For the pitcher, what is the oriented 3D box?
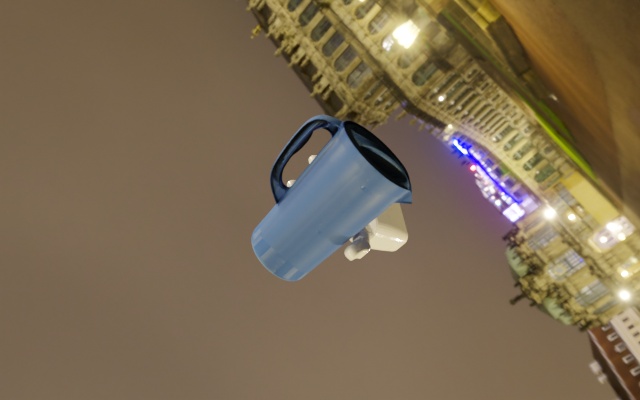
[{"bbox_3d":[0.000,0.002,0.708,0.243,0.149,0.145,-45,-34,23],"label":"pitcher"}]
